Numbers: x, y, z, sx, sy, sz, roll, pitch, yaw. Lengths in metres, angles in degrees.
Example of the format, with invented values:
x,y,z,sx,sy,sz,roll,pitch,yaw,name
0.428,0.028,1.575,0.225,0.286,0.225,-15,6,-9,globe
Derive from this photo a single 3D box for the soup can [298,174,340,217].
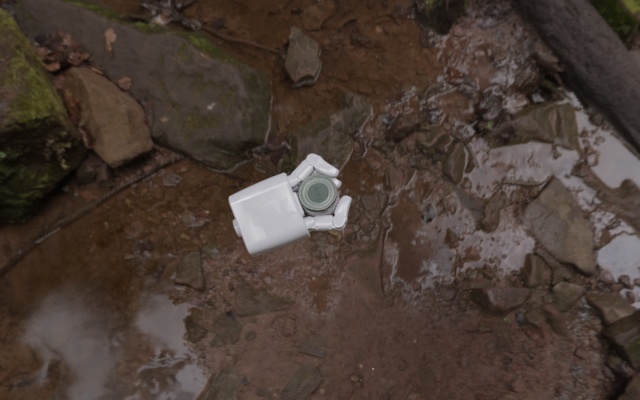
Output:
x,y,z,sx,sy,sz,roll,pitch,yaw,name
0.001,0.003,0.835,0.068,0.068,0.102,0,-19,6,soup can
